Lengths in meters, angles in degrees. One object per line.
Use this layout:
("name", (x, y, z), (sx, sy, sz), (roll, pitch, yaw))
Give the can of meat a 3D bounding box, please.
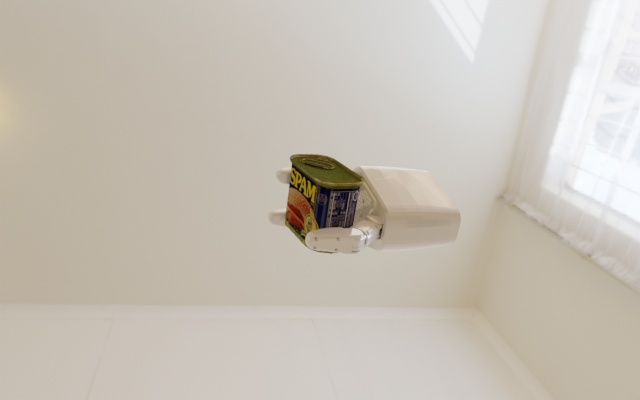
("can of meat", (0.000, 0.002, 0.542), (0.057, 0.084, 0.102), (-3, 23, -27))
